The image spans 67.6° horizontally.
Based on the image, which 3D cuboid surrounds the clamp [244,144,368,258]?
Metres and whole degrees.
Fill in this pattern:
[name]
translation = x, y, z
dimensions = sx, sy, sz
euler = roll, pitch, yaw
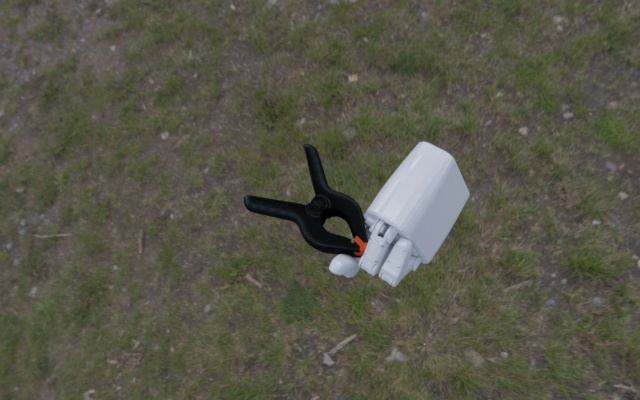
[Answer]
[clamp]
translation = 0.000, 0.002, 0.600
dimensions = 0.171, 0.120, 0.039
euler = 33, -12, 19
